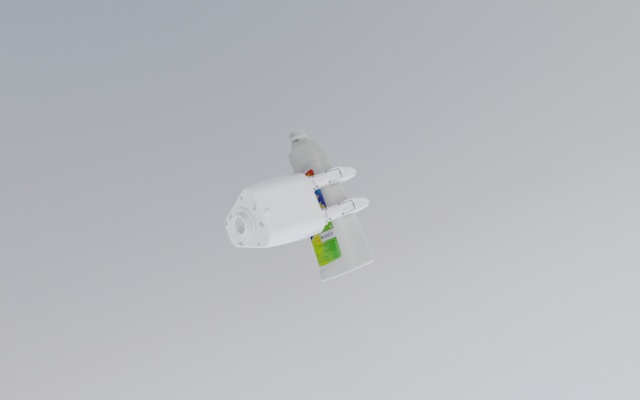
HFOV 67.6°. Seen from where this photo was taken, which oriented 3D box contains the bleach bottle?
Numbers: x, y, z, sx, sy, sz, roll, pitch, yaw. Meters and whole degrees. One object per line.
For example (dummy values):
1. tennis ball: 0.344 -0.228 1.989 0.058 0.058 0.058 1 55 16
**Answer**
1. bleach bottle: 0.000 0.003 0.806 0.068 0.251 0.102 -16 -10 -41
